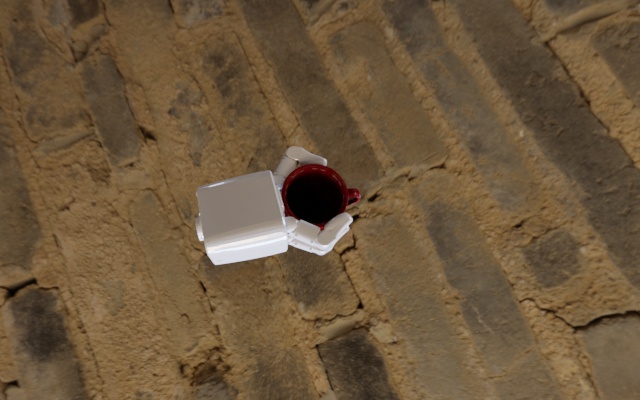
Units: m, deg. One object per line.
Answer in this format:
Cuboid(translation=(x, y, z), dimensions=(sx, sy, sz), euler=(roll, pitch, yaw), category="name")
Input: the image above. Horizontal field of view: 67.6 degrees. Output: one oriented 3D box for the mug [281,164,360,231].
Cuboid(translation=(0.001, 0.002, 0.696), dimensions=(0.117, 0.093, 0.081), euler=(-11, -16, -9), category="mug")
